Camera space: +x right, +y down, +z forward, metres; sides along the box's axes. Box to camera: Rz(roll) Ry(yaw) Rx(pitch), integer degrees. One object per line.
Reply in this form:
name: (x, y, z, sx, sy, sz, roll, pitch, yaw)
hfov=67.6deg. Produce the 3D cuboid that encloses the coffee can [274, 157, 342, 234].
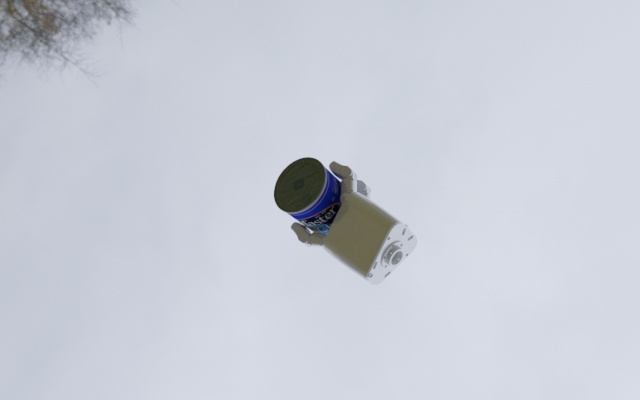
coffee can: (0.000, 0.003, 0.834, 0.103, 0.102, 0.140, 0, -25, 35)
